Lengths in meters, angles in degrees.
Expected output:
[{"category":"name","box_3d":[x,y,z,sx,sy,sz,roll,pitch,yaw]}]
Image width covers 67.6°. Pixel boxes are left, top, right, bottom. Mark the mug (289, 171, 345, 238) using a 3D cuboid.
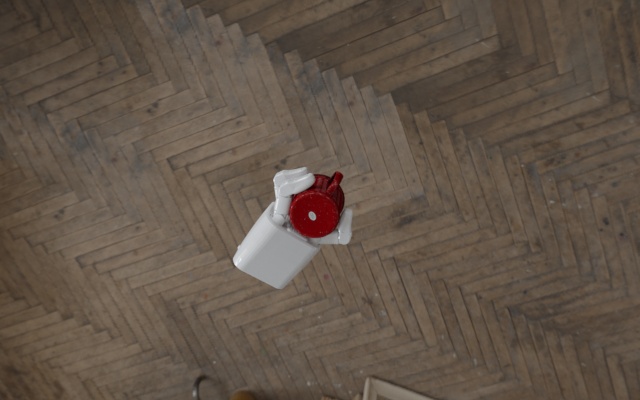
[{"category":"mug","box_3d":[0.001,0.002,0.785,0.093,0.117,0.081,37,18,-8]}]
